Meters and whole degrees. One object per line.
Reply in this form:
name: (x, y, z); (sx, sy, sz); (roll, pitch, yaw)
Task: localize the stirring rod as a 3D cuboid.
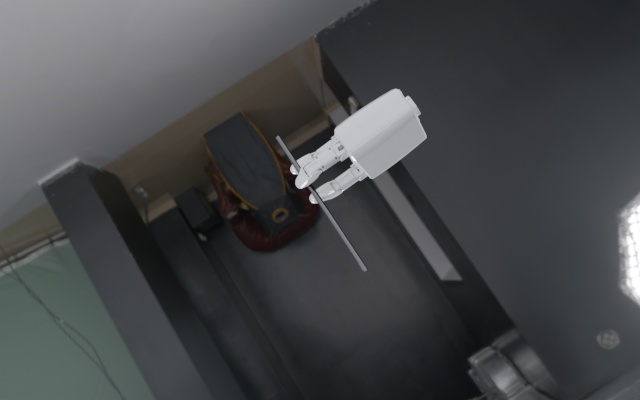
stirring rod: (0.000, 0.002, 0.707); (0.011, 0.239, 0.011); (-32, -9, -6)
